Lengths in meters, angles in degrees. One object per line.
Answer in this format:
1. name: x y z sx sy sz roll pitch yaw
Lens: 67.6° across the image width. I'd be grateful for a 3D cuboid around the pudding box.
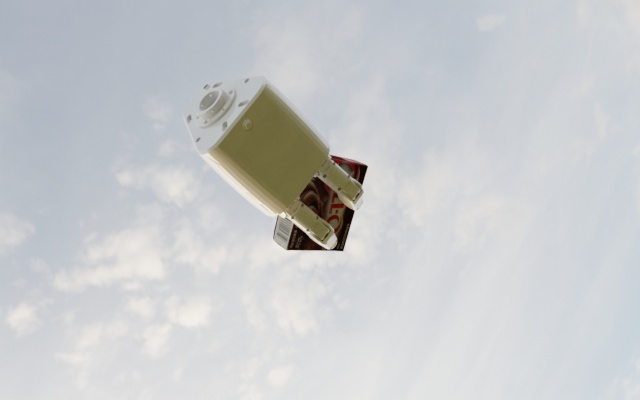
1. pudding box: 0.000 0.002 0.557 0.090 0.113 0.039 6 16 -41
